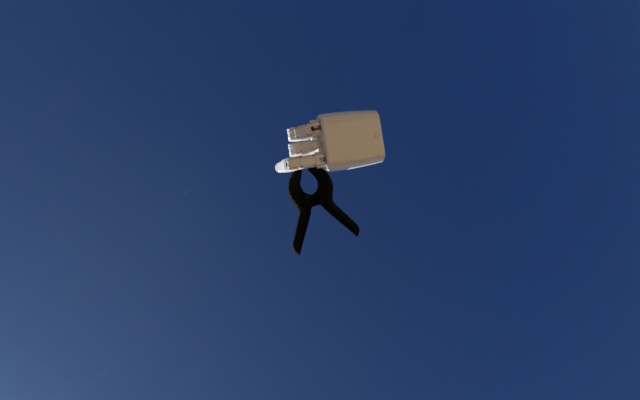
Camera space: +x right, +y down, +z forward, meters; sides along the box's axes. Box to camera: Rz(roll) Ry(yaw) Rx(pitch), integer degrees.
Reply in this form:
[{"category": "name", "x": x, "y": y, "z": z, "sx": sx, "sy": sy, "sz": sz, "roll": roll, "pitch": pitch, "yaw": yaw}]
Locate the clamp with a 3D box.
[{"category": "clamp", "x": 0.000, "y": 0.003, "z": 0.836, "sx": 0.120, "sy": 0.171, "sz": 0.039, "roll": -9, "pitch": 4, "yaw": -10}]
